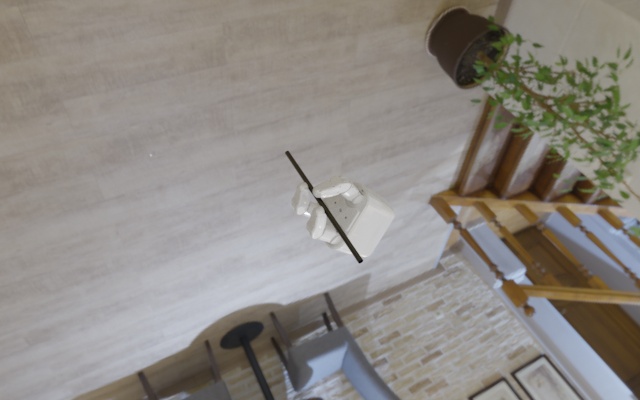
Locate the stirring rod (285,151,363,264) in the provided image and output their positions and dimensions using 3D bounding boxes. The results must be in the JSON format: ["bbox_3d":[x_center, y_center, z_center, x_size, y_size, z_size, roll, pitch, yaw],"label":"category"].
[{"bbox_3d":[0.000,0.002,0.727,0.011,0.011,0.239,0,43,-40],"label":"stirring rod"}]
